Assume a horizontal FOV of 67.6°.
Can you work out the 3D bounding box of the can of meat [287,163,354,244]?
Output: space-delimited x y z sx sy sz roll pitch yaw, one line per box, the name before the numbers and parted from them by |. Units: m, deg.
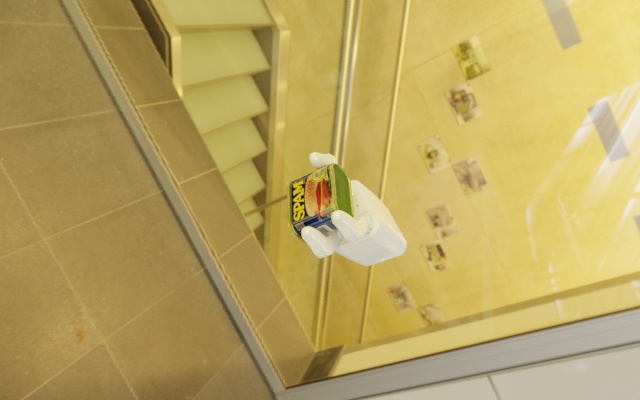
can of meat | 0.000 0.002 0.714 0.084 0.102 0.057 -23 -39 26
